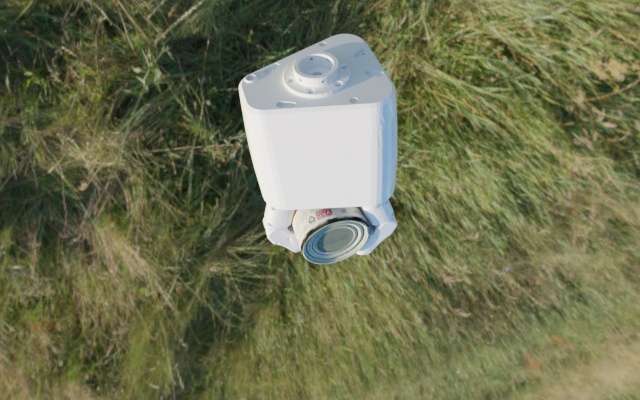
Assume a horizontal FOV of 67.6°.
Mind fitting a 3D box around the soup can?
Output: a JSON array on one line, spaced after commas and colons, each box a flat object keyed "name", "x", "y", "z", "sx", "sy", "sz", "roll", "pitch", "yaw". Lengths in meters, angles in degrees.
[{"name": "soup can", "x": 0.000, "y": 0.002, "z": 0.463, "sx": 0.068, "sy": 0.102, "sz": 0.069, "roll": -13, "pitch": -39, "yaw": -11}]
